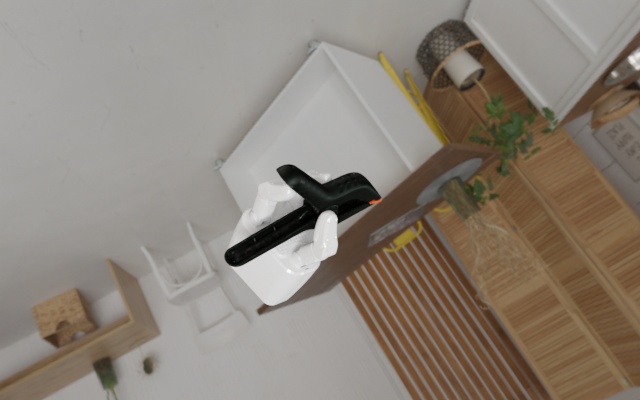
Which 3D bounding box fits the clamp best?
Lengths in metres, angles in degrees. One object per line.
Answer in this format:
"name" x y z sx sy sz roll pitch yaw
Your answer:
"clamp" 0.001 0.002 0.557 0.210 0.036 0.165 -17 -26 -36
